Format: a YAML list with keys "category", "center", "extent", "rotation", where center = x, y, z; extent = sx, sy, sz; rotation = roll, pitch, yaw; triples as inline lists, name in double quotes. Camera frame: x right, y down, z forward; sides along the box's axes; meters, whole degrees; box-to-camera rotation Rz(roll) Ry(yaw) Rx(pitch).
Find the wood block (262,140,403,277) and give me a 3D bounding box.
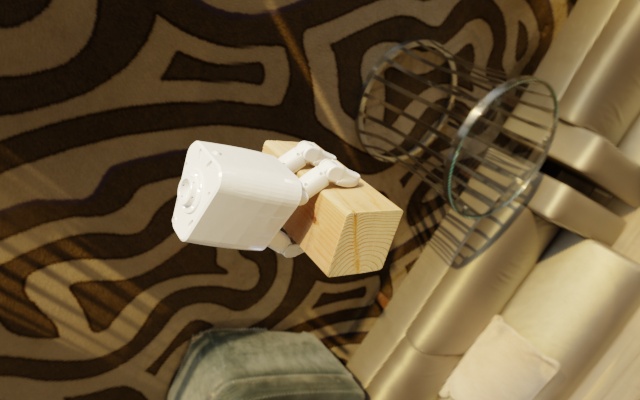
- category: "wood block"
  center: [0.000, 0.002, 0.638]
  extent: [0.090, 0.091, 0.206]
  rotation: [-2, 30, -36]
